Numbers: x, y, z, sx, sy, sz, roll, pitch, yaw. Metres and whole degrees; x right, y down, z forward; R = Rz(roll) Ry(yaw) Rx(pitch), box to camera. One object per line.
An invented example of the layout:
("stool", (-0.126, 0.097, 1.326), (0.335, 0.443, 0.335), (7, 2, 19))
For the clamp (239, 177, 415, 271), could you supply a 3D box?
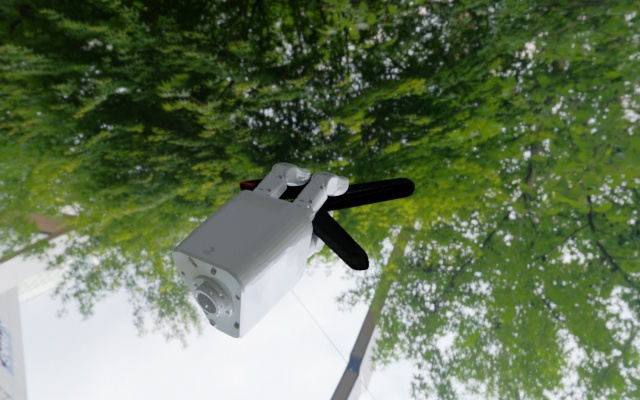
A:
("clamp", (0.000, 0.003, 0.570), (0.210, 0.036, 0.164), (16, 37, 30))
